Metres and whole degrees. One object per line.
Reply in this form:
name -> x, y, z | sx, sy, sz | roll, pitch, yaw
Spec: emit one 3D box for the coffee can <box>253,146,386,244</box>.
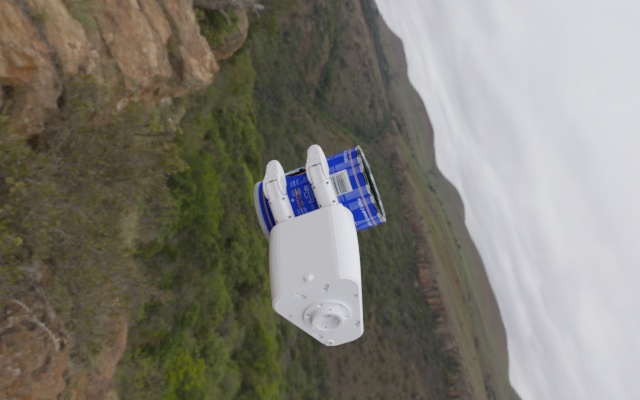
coffee can -> 0.000, 0.002, 0.609 | 0.140, 0.103, 0.103 | -20, -4, 11
